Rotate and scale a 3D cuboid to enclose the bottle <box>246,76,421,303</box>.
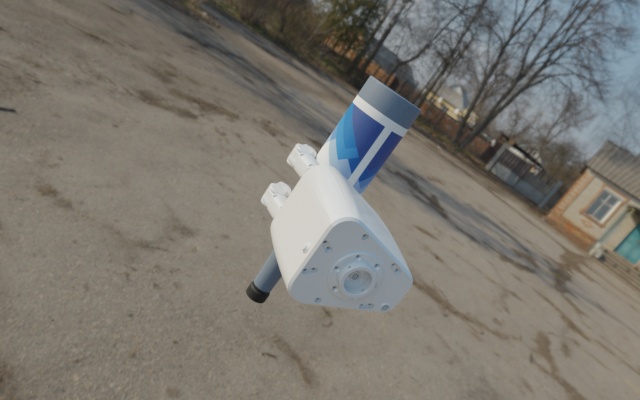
[{"bbox_3d":[0.000,0.002,0.549,0.069,0.296,0.069,32,16,-10],"label":"bottle"}]
